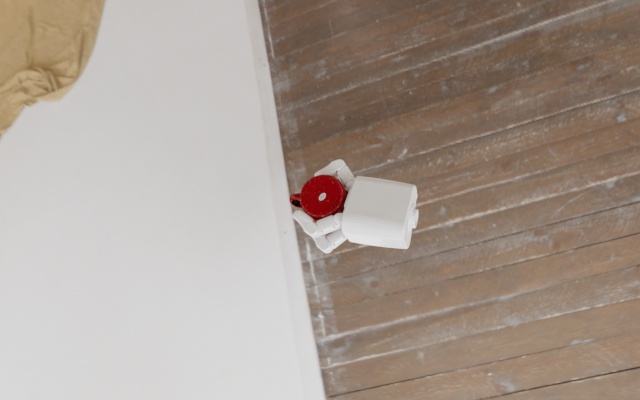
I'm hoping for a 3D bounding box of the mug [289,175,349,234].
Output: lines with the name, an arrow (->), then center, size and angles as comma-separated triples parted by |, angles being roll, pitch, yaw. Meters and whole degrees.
mug -> -0.001, 0.003, 0.862 | 0.117, 0.093, 0.081 | 7, -17, 18
